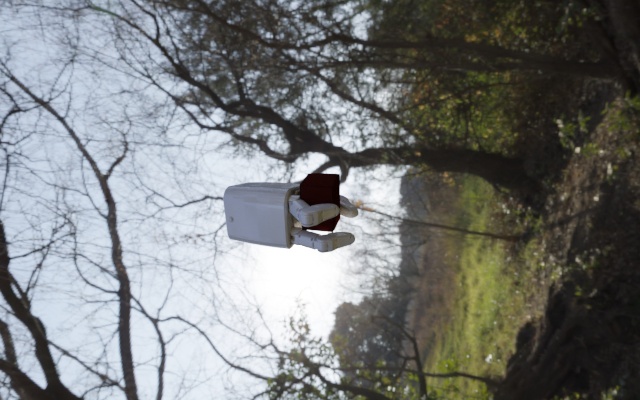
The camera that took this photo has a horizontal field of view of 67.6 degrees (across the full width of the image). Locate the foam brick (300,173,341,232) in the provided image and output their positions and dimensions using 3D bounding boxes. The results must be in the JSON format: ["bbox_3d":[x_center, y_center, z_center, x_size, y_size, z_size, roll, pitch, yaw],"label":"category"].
[{"bbox_3d":[0.000,0.002,0.731,0.051,0.078,0.053,5,25,14],"label":"foam brick"}]
